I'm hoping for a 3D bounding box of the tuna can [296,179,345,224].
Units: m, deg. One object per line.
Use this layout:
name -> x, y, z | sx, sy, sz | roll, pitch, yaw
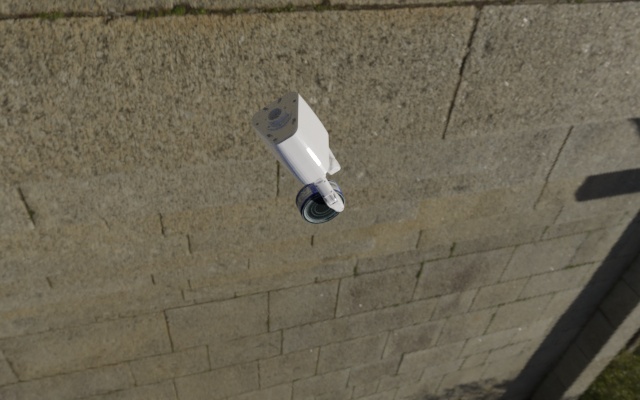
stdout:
tuna can -> 0.000, 0.003, 0.871 | 0.086, 0.086, 0.033 | 0, 43, -27
